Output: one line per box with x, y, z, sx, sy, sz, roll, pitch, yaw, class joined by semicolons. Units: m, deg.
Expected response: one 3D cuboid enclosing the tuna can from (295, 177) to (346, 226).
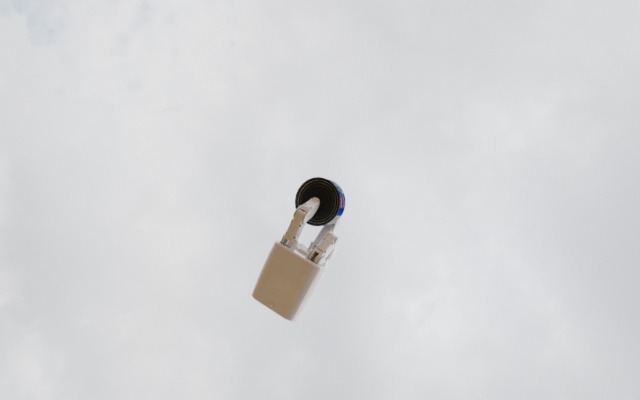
0.000;0.003;0.842;0.086;0.086;0.034;0;-3;23;tuna can
